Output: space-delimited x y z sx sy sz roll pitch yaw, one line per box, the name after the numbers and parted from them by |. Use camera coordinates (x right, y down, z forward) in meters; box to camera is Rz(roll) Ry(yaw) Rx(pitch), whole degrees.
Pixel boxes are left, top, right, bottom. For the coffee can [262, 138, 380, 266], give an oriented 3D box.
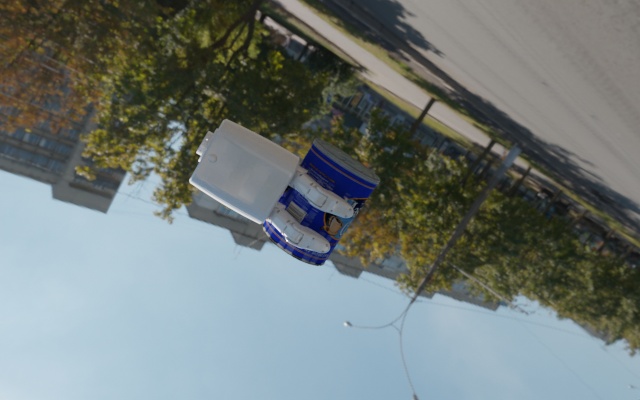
0.000 0.002 0.647 0.103 0.140 0.102 31 12 -7 | coffee can
